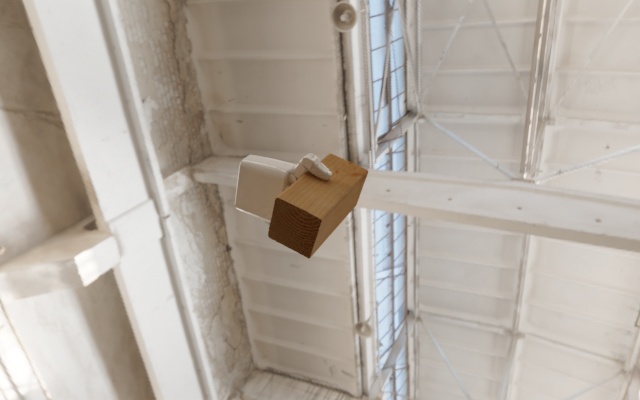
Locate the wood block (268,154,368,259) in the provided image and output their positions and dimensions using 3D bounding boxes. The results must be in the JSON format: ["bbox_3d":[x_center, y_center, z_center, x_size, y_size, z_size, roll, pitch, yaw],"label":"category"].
[{"bbox_3d":[0.000,0.002,0.880,0.090,0.091,0.206,26,36,15],"label":"wood block"}]
